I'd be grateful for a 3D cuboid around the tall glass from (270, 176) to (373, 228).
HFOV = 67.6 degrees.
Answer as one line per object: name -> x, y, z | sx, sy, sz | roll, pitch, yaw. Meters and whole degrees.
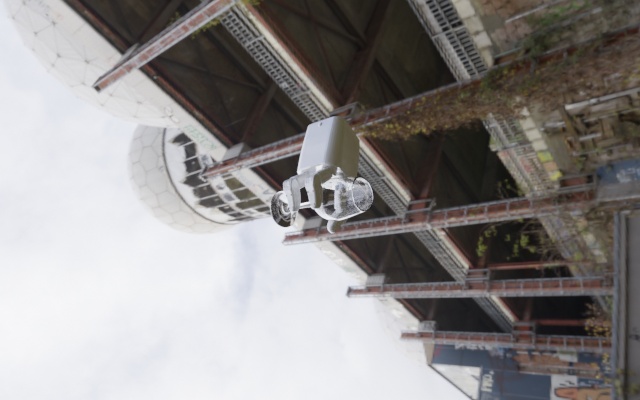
tall glass -> 0.000, 0.003, 0.893 | 0.201, 0.079, 0.079 | -11, -7, 41
